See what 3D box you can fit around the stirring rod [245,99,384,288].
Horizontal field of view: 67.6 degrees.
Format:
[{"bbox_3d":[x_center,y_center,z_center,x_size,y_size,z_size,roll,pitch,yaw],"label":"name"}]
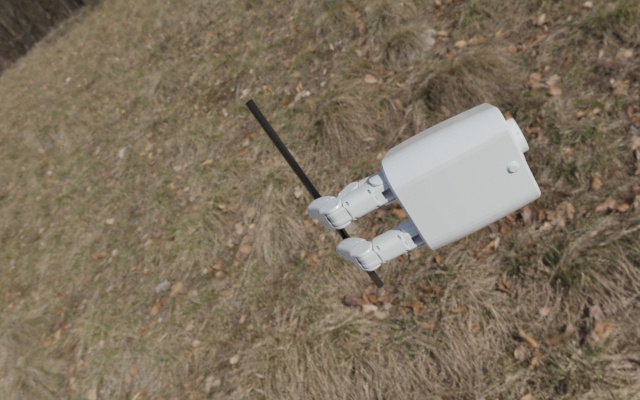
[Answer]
[{"bbox_3d":[0.000,0.002,0.476,0.011,0.240,0.011,-30,22,14],"label":"stirring rod"}]
